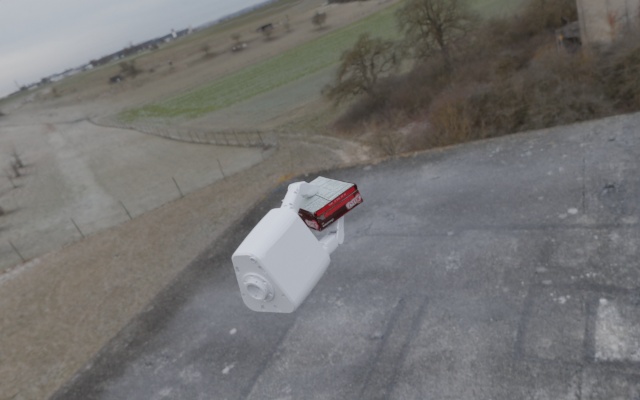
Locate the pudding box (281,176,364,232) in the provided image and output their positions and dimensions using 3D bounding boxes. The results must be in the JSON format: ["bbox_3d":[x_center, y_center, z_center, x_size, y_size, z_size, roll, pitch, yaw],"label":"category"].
[{"bbox_3d":[0.000,0.002,0.770,0.090,0.039,0.113,-33,26,-23],"label":"pudding box"}]
